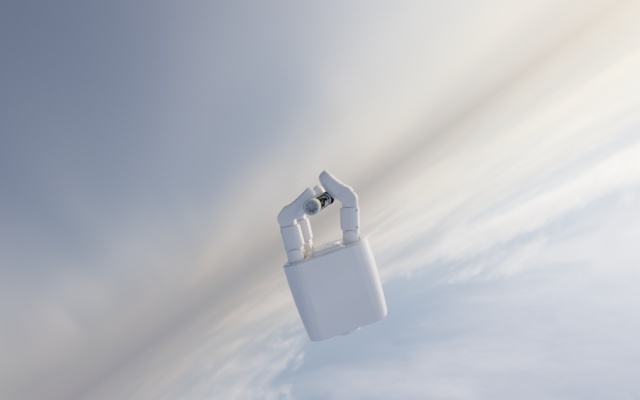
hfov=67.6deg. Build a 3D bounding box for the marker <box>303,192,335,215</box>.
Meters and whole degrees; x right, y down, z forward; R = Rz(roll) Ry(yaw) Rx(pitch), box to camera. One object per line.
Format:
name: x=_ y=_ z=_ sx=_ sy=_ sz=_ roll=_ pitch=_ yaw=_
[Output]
marker: x=0.000 y=0.002 z=0.595 sx=0.020 sy=0.020 sz=0.121 roll=0 pitch=6 yaw=10
